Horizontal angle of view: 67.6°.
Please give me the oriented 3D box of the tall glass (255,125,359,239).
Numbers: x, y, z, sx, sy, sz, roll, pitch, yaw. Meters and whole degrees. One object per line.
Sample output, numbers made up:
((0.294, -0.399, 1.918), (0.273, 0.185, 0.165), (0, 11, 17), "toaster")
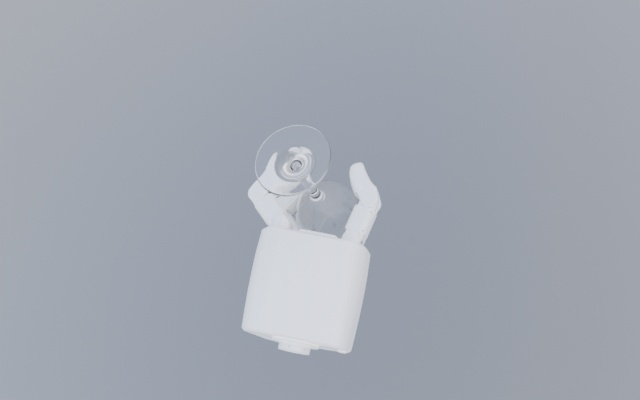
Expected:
((0.000, 0.001, 0.527), (0.079, 0.079, 0.201), (0, -23, 17), "tall glass")
